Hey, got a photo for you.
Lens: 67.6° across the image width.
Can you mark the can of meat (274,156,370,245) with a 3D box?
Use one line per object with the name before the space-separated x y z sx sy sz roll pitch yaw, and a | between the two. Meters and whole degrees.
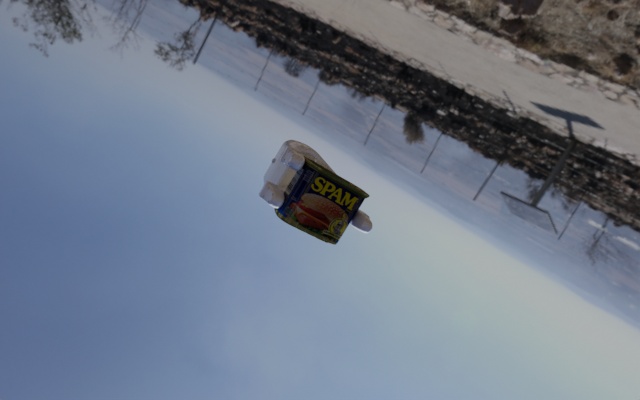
can of meat | 0.000 0.002 0.639 0.102 0.084 0.057 28 7 -25
